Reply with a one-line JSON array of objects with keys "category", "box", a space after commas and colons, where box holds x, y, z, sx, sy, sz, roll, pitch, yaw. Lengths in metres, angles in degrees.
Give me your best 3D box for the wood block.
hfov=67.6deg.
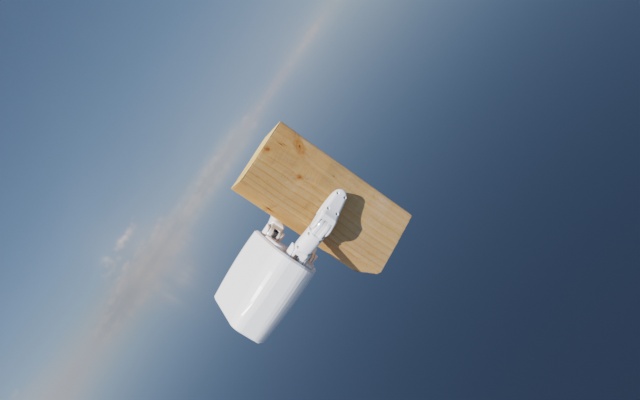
[{"category": "wood block", "box": [0.000, 0.002, 0.619, 0.206, 0.090, 0.091, 34, -14, -12]}]
